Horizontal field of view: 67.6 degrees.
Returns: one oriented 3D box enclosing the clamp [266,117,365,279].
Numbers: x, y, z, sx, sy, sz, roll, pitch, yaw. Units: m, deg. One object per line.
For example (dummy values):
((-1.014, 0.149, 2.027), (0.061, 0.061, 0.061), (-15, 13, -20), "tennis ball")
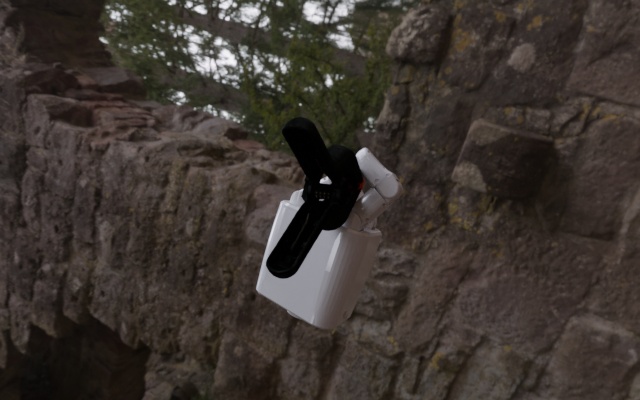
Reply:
((0.000, 0.001, 0.415), (0.039, 0.120, 0.171), (18, 4, 21), "clamp")
